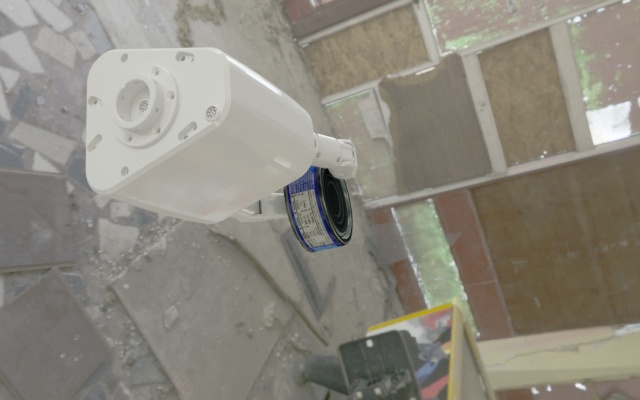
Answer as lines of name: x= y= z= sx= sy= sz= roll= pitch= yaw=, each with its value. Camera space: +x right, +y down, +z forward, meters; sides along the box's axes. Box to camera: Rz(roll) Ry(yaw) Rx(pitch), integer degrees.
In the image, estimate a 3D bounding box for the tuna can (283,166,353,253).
tuna can: x=0.001 y=0.001 z=0.425 sx=0.034 sy=0.086 sz=0.086 roll=-13 pitch=-4 yaw=18
